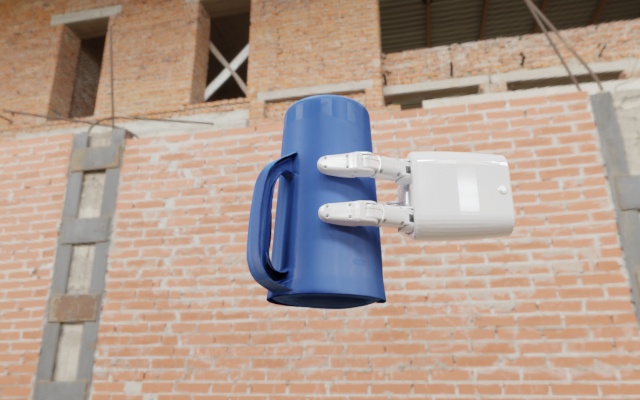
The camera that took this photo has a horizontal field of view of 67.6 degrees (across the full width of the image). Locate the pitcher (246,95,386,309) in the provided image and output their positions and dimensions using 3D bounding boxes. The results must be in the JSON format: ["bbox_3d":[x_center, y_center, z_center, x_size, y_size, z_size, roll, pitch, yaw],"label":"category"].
[{"bbox_3d":[0.000,0.002,0.557,0.145,0.242,0.149,0,-18,2],"label":"pitcher"}]
